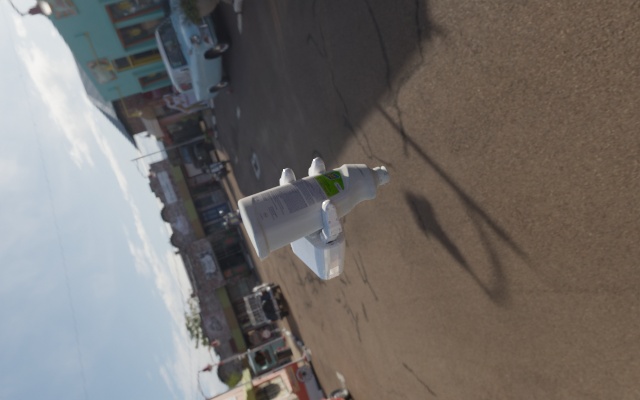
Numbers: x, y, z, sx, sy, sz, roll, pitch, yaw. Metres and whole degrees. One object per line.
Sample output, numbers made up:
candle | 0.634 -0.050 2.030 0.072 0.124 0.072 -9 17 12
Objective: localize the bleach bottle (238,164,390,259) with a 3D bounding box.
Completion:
bleach bottle | 0.000 0.002 0.779 0.251 0.102 0.068 -20 -40 -14
